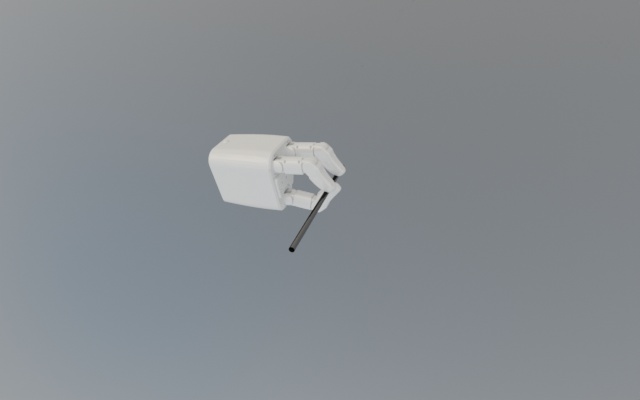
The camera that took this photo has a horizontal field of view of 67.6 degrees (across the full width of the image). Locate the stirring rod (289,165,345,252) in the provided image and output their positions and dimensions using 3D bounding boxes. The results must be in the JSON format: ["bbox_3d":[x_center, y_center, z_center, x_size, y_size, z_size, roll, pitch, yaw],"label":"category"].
[{"bbox_3d":[0.000,0.002,0.685,0.011,0.011,0.239,0,29,20],"label":"stirring rod"}]
